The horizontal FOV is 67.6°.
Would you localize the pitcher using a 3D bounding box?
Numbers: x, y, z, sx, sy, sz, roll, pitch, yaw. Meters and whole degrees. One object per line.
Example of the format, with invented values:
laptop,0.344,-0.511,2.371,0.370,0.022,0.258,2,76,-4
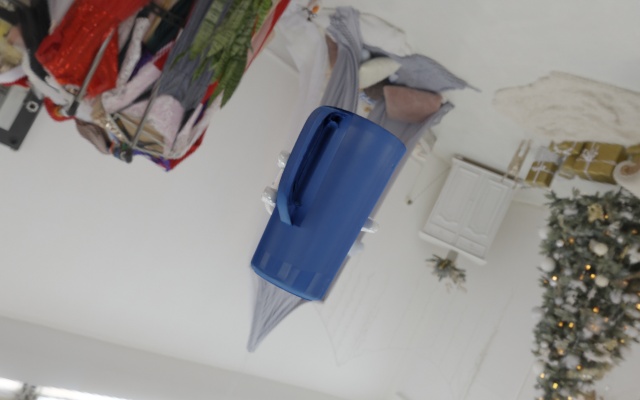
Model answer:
pitcher,0.000,0.002,0.636,0.149,0.243,0.145,28,-5,-13
